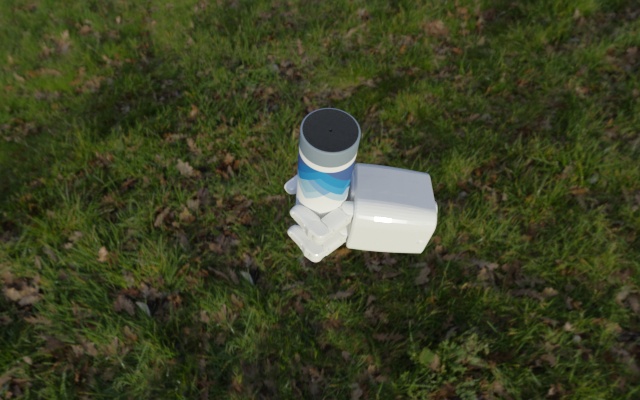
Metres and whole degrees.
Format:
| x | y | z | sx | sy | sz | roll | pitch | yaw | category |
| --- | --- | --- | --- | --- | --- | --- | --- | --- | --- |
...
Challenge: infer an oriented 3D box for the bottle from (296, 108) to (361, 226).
| x | y | z | sx | sy | sz | roll | pitch | yaw | category |
| --- | --- | --- | --- | --- | --- | --- | --- | --- | --- |
| 0.000 | 0.002 | 0.642 | 0.069 | 0.069 | 0.296 | 0 | -32 | -5 | bottle |
